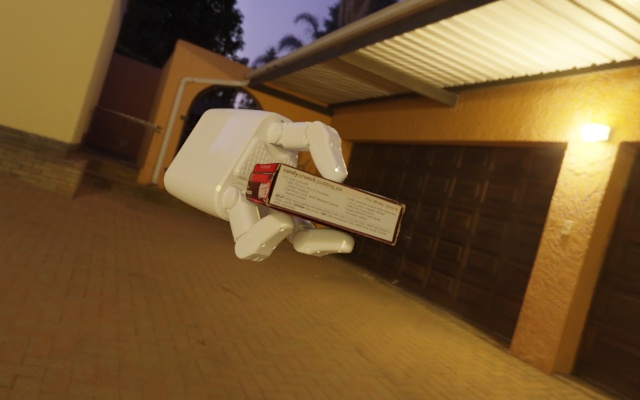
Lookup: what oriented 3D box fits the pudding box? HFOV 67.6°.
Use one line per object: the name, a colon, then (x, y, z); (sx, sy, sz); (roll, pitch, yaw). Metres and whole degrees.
pudding box: (0.000, 0.001, 0.401); (0.113, 0.039, 0.090); (16, -1, -19)
